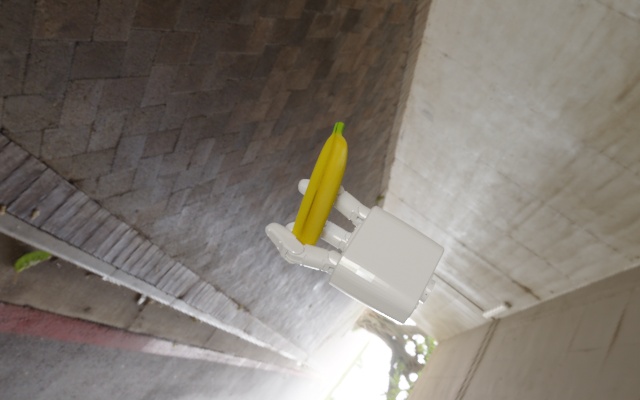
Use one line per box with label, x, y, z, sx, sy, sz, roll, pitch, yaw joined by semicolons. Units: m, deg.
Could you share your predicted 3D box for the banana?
banana;-0.003;0.004;0.590;0.037;0.198;0.069;22;18;5
